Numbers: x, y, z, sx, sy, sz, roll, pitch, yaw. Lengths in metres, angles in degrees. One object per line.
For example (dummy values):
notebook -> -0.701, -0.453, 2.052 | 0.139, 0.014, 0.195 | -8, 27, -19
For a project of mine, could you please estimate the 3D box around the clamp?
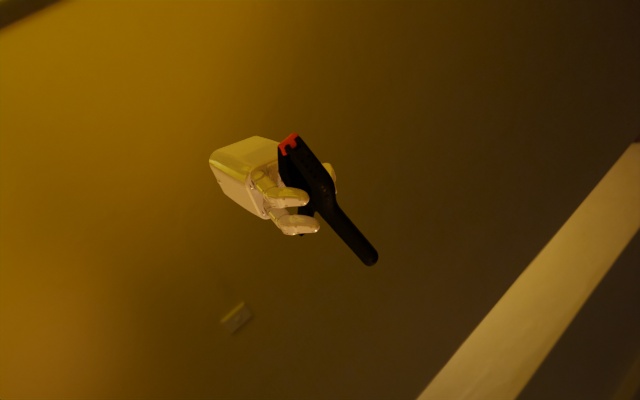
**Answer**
clamp -> 0.000, 0.001, 0.666 | 0.164, 0.210, 0.036 | 23, 56, 39
